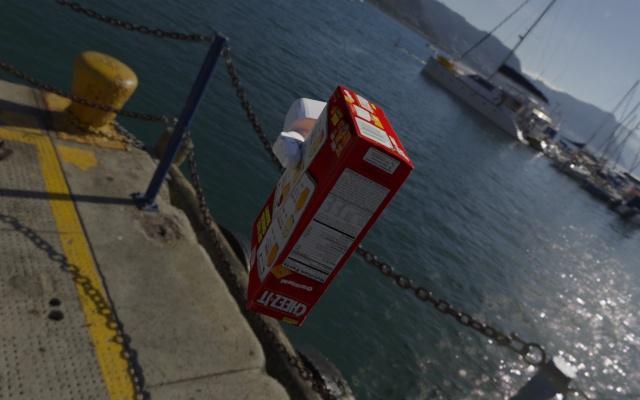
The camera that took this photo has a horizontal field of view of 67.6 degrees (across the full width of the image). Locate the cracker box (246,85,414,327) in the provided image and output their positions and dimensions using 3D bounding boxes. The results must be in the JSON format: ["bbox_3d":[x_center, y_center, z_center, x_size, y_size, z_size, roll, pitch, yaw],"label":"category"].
[{"bbox_3d":[0.000,0.001,0.516,0.072,0.214,0.164,25,23,-17],"label":"cracker box"}]
